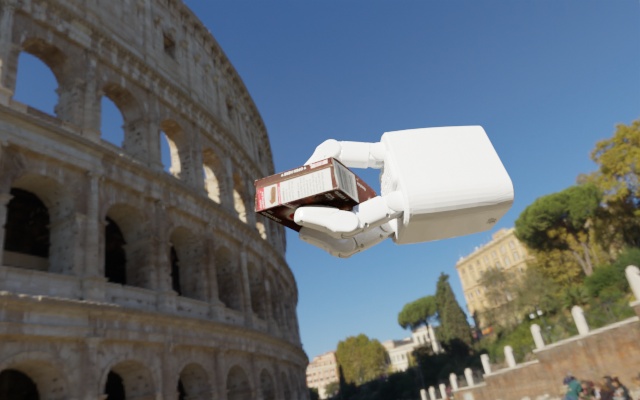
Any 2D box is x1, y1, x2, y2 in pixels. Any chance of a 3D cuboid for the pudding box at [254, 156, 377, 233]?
[{"bbox_3d":[0.000,0.001,0.490,0.090,0.039,0.113,-17,-27,23],"label":"pudding box"}]
